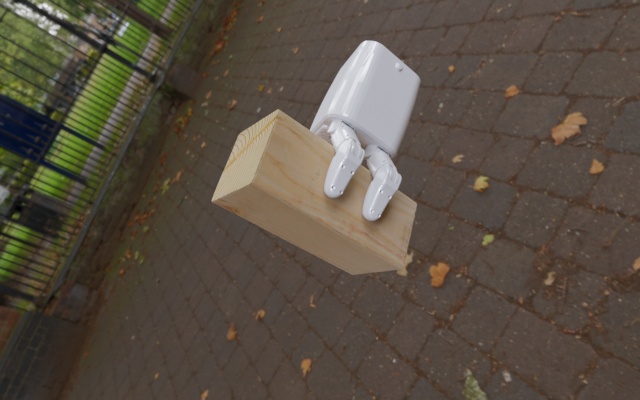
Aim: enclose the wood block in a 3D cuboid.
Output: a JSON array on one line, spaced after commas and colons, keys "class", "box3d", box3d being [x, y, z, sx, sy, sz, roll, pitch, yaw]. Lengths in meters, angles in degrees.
[{"class": "wood block", "box3d": [0.000, 0.001, 0.535, 0.206, 0.090, 0.091, 31, -28, -28]}]
